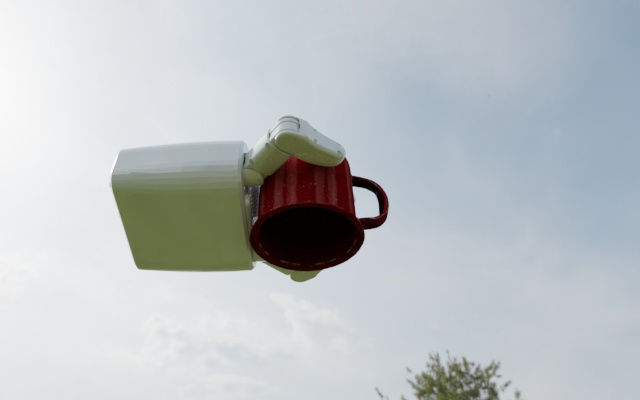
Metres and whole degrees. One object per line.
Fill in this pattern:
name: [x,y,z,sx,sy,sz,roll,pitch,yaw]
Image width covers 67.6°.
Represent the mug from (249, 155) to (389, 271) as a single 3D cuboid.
mug: [0.002,0.001,0.411,0.117,0.081,0.093,-3,-41,0]
